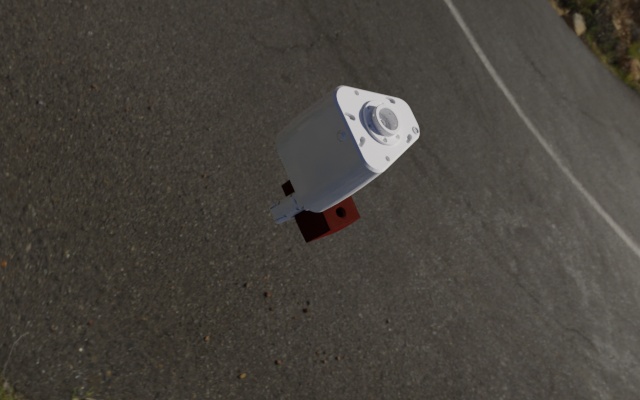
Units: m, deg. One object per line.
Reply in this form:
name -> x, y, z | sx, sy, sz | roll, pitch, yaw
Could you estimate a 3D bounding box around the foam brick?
foam brick -> 0.000, 0.002, 0.562 | 0.053, 0.078, 0.051 | -19, -8, -42
